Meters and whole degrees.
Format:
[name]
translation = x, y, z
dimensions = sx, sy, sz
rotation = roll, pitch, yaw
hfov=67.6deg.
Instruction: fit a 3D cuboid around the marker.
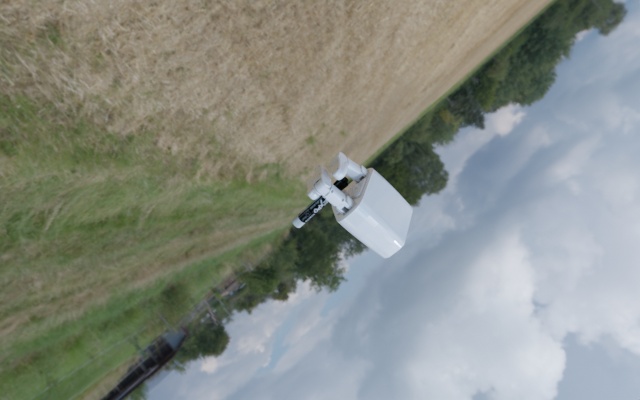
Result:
[marker]
translation = 0.000, 0.002, 0.765
dimensions = 0.121, 0.020, 0.020
rotation = -42, -22, 26
